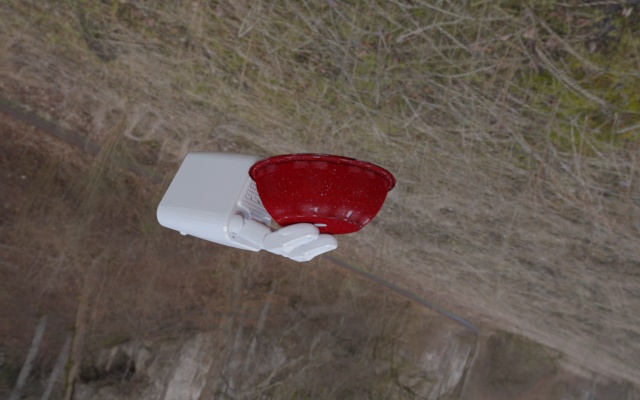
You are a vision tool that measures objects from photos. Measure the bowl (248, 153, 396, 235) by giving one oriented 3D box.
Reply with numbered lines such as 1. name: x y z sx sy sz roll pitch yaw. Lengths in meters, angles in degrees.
1. bowl: 0.001 0.002 0.518 0.162 0.055 0.162 4 -15 1
